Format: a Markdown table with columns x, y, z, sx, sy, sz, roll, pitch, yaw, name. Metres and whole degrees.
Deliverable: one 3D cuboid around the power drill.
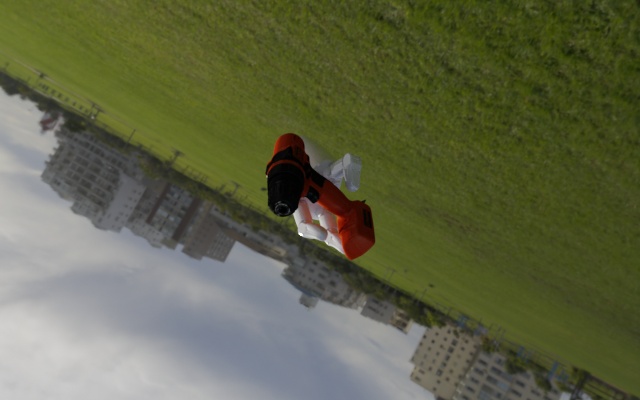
| x | y | z | sx | sy | sz | roll | pitch | yaw | name |
| --- | --- | --- | --- | --- | --- | --- | --- | --- | --- |
| 0.000 | 0.002 | 0.687 | 0.057 | 0.188 | 0.184 | -36 | 27 | 23 | power drill |
